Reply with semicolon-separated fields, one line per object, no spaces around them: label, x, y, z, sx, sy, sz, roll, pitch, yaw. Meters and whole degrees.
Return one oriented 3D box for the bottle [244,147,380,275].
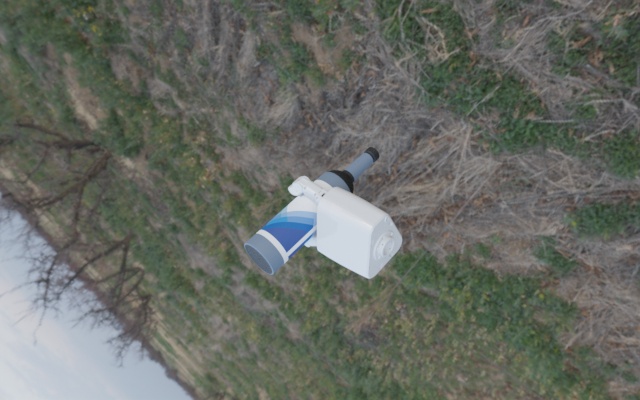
bottle;0.000;0.003;0.816;0.295;0.069;0.069;-43;21;-25
